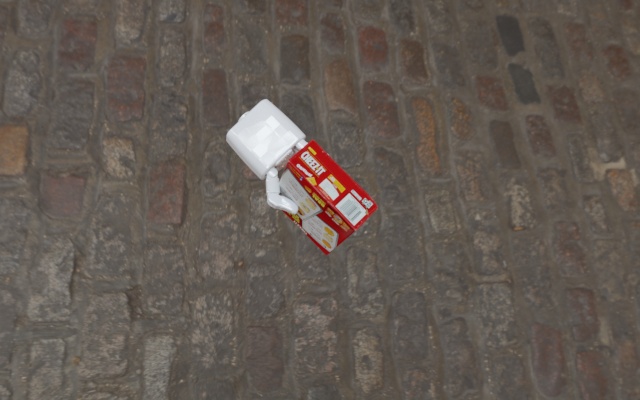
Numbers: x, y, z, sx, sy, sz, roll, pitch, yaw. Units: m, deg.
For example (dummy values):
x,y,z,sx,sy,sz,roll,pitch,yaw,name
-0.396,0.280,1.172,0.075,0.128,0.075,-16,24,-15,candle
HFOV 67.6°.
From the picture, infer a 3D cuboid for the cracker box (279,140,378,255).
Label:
x,y,z,sx,sy,sz,roll,pitch,yaw,name
0.000,0.003,0.889,0.072,0.164,0.214,-43,-4,-21,cracker box
